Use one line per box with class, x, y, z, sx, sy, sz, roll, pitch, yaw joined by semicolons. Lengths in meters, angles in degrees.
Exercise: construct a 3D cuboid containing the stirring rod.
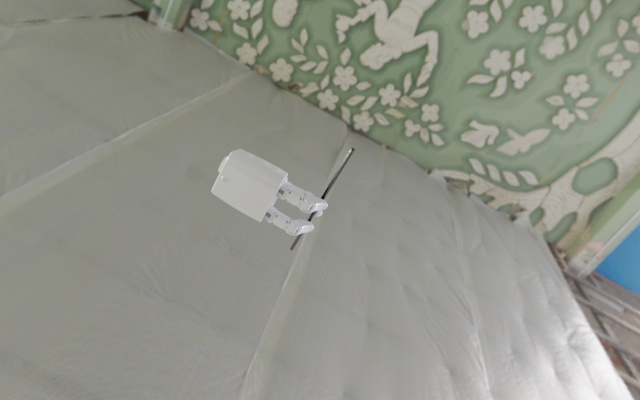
stirring rod;0.000;0.003;0.887;0.011;0.240;0.011;25;26;-13
